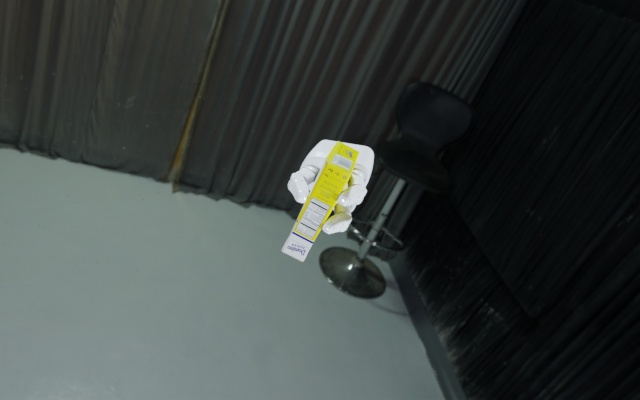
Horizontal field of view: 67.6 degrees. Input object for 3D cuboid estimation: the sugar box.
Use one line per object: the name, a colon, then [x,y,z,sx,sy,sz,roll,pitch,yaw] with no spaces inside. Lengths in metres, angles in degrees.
sugar box: [0.001,0.003,0.750,0.048,0.176,0.093,25,28,1]
